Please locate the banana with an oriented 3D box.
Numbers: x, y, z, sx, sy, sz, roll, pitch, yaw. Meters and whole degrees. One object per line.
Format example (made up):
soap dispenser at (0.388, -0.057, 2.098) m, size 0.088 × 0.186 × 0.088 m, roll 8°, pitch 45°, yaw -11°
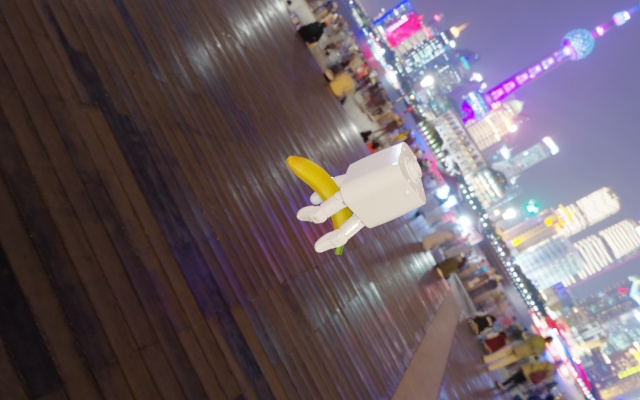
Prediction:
banana at (0.010, -0.004, 0.831) m, size 0.037 × 0.198 × 0.069 m, roll -15°, pitch 22°, yaw 39°
